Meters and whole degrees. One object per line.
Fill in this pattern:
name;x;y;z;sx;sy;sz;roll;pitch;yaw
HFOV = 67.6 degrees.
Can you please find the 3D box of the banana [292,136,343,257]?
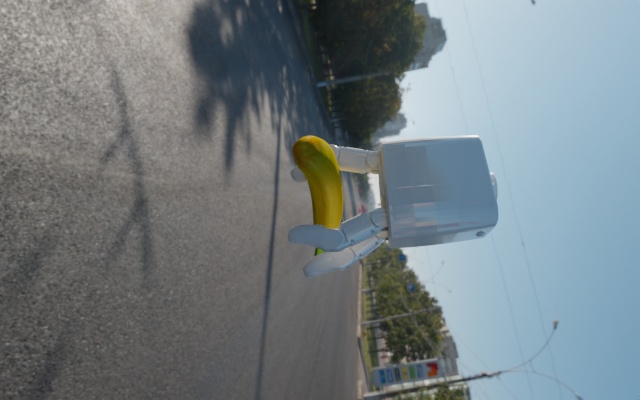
banana;0.002;-0.012;0.495;0.037;0.069;0.198;0;-36;8
